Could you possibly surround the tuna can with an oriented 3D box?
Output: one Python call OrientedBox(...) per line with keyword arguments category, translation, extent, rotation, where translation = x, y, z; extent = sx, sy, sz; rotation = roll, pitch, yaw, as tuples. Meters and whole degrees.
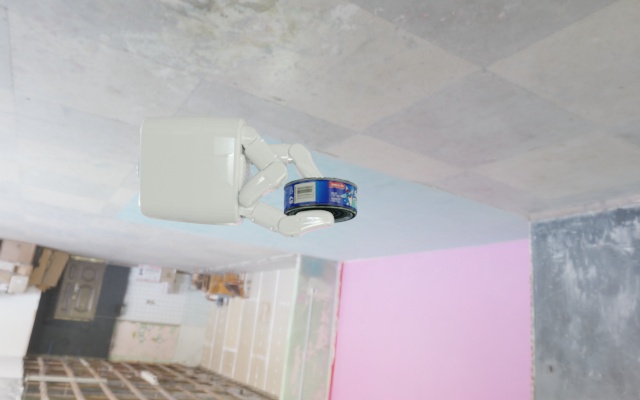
OrientedBox(category="tuna can", translation=(0.000, 0.002, 0.549), extent=(0.086, 0.033, 0.086), rotation=(0, -16, 0))
